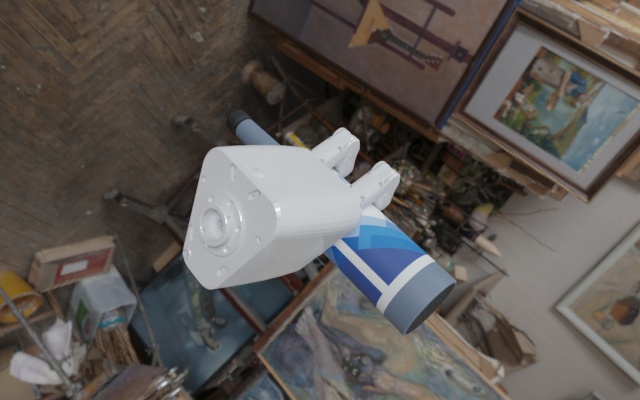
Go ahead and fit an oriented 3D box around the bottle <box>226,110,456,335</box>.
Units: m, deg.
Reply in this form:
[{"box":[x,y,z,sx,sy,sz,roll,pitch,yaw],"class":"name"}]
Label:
[{"box":[0.000,0.002,0.478,0.295,0.069,0.069,44,22,25],"class":"bottle"}]
